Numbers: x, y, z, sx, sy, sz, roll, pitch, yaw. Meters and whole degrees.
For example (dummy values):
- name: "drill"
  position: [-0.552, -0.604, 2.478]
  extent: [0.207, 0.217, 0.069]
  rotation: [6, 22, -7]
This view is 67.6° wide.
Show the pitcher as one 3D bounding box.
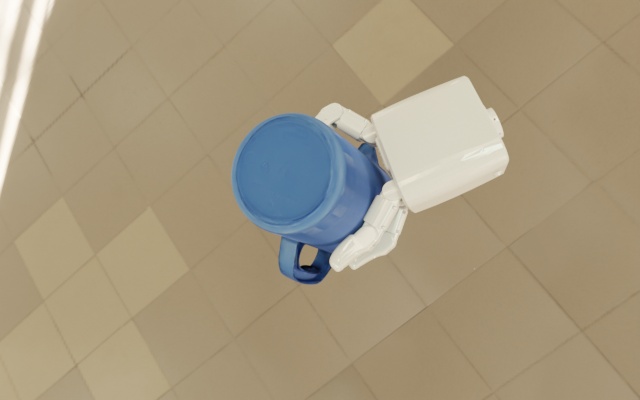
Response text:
- name: "pitcher"
  position: [0.000, 0.002, 0.519]
  extent: [0.145, 0.149, 0.243]
  rotation: [-23, -14, 13]
